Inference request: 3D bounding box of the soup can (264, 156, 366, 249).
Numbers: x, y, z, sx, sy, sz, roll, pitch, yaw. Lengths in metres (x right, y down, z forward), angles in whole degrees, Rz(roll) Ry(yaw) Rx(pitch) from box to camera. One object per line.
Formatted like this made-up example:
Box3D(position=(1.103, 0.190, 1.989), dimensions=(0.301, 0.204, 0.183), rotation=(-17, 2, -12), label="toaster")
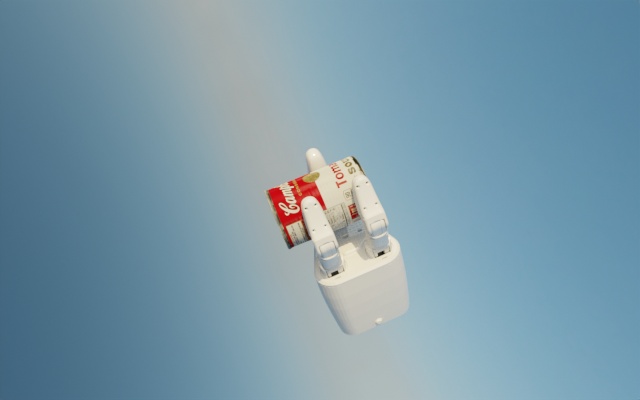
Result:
Box3D(position=(0.000, 0.001, 0.511), dimensions=(0.102, 0.068, 0.068), rotation=(-23, 1, -4), label="soup can")
